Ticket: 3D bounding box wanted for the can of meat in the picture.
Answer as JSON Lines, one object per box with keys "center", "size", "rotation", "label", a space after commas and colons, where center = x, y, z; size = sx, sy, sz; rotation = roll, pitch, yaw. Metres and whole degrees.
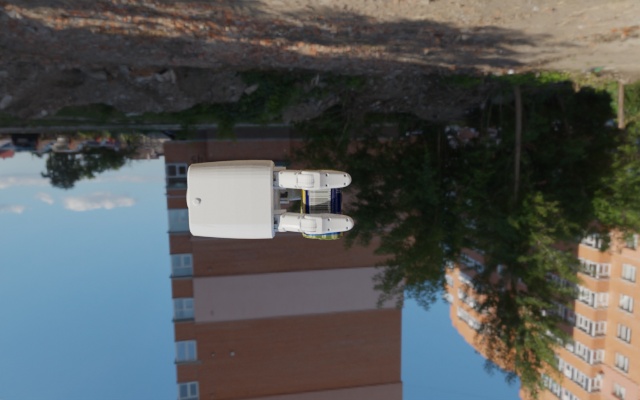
{"center": [0.000, 0.002, 0.646], "size": [0.057, 0.084, 0.102], "rotation": [0, 8, -4], "label": "can of meat"}
